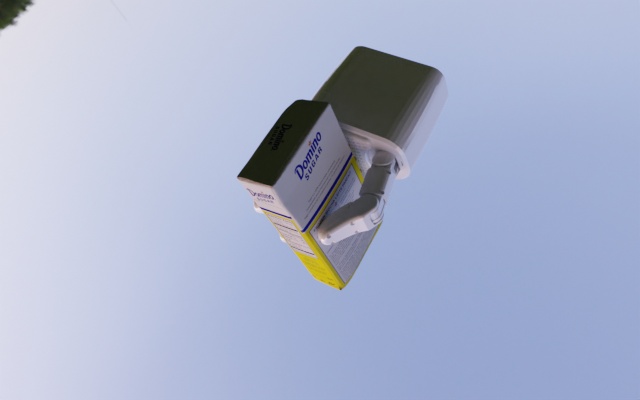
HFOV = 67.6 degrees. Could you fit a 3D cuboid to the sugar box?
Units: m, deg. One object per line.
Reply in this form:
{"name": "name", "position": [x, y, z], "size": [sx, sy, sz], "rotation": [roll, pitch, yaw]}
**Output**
{"name": "sugar box", "position": [0.000, 0.001, 0.444], "size": [0.048, 0.093, 0.176], "rotation": [15, -29, 35]}
